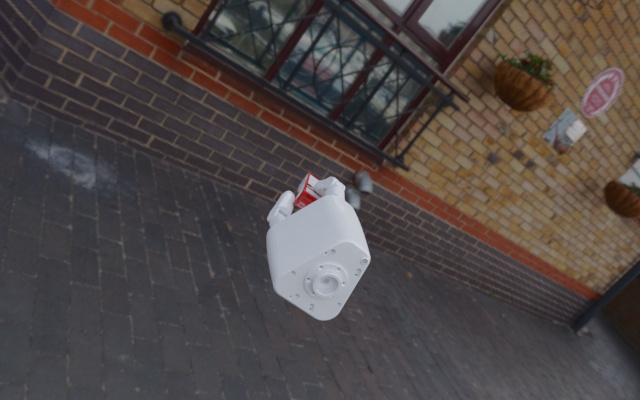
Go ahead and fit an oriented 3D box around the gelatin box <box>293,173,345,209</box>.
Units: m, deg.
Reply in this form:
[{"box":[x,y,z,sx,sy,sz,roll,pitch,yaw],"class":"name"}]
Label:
[{"box":[0.000,0.002,0.710,0.073,0.030,0.089,36,18,-9],"class":"gelatin box"}]
